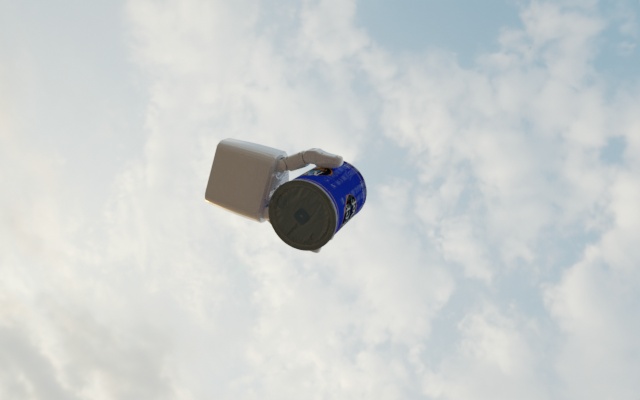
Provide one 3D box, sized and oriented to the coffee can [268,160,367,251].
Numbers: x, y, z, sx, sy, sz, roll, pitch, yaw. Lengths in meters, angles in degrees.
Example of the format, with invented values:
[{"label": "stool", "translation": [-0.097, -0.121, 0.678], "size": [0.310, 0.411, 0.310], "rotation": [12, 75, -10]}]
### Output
[{"label": "coffee can", "translation": [0.000, 0.002, 0.713], "size": [0.103, 0.103, 0.140], "rotation": [0, 16, 24]}]
